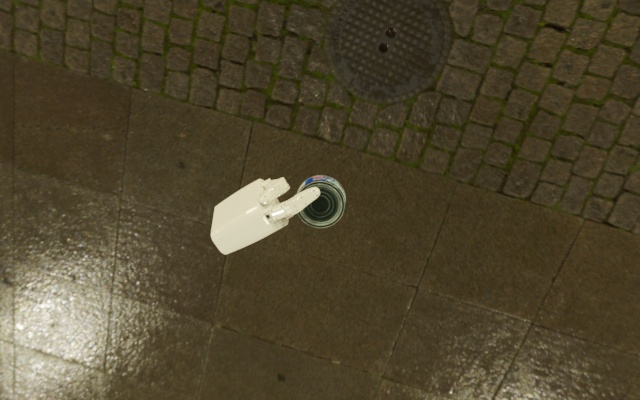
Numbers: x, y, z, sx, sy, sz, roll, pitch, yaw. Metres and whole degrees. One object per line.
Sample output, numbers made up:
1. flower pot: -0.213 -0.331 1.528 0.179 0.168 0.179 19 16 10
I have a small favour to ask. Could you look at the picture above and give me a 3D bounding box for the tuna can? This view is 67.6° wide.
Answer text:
1. tuna can: 0.000 0.003 0.806 0.086 0.086 0.033 0 17 3
